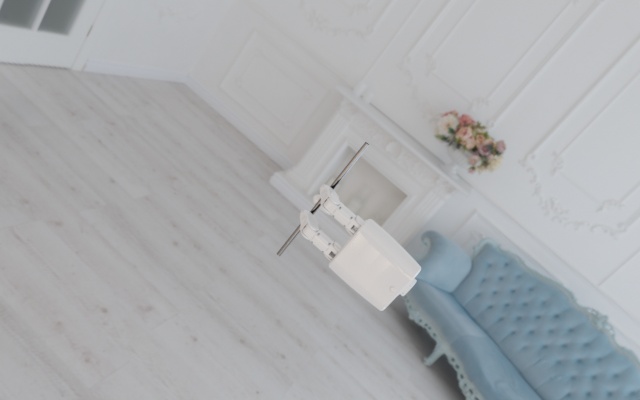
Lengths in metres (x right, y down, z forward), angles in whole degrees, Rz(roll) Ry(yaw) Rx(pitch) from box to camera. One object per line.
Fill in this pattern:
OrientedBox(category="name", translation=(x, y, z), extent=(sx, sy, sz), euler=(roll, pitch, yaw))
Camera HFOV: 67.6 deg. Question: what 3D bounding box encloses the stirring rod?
OrientedBox(category="stirring rod", translation=(0.000, 0.003, 0.762), extent=(0.011, 0.239, 0.011), euler=(33, 20, -14))
